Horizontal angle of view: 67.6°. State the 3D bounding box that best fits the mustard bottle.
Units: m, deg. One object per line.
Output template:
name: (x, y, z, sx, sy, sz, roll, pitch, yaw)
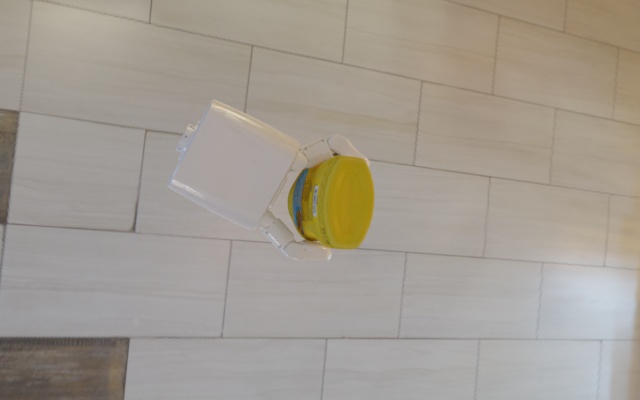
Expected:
mustard bottle: (0.000, 0.002, 0.570, 0.058, 0.096, 0.191, 3, -1, -18)
